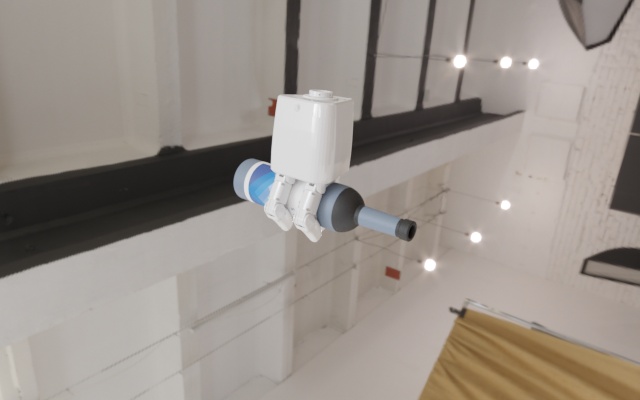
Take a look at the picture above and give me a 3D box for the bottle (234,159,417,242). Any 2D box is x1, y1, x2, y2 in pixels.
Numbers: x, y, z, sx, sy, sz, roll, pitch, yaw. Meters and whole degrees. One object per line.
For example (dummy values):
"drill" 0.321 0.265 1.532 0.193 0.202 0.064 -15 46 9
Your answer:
"bottle" 0.000 0.002 0.687 0.295 0.069 0.069 18 10 34
